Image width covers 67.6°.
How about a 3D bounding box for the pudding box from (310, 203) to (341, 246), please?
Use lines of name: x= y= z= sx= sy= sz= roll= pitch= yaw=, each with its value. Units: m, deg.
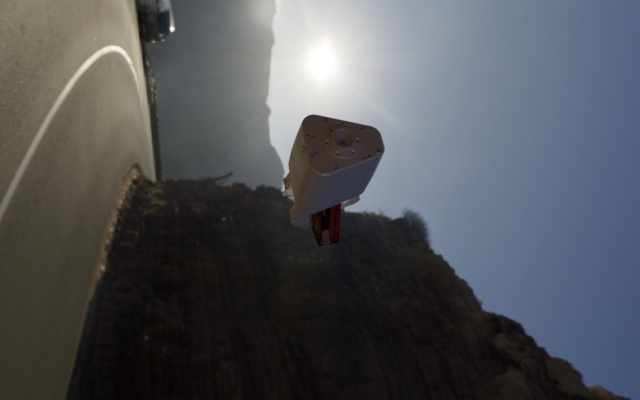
pudding box: x=0.000 y=0.002 z=0.757 sx=0.039 sy=0.090 sz=0.113 roll=-6 pitch=38 yaw=-12
